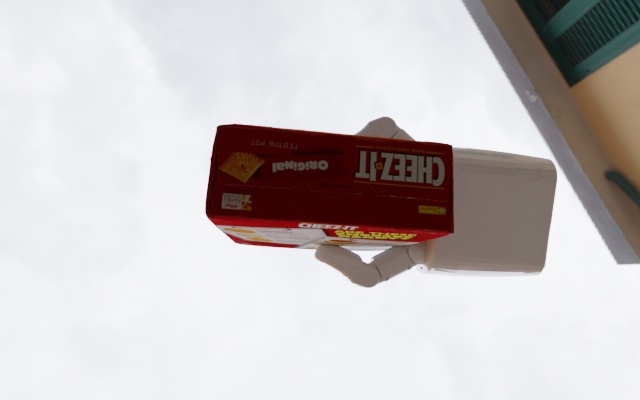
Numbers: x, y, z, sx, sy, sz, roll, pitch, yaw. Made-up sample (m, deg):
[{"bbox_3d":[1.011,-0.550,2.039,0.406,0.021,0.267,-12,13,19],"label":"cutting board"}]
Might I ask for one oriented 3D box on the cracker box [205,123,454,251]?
[{"bbox_3d":[0.000,0.002,0.415,0.164,0.072,0.214,4,-10,-5],"label":"cracker box"}]
